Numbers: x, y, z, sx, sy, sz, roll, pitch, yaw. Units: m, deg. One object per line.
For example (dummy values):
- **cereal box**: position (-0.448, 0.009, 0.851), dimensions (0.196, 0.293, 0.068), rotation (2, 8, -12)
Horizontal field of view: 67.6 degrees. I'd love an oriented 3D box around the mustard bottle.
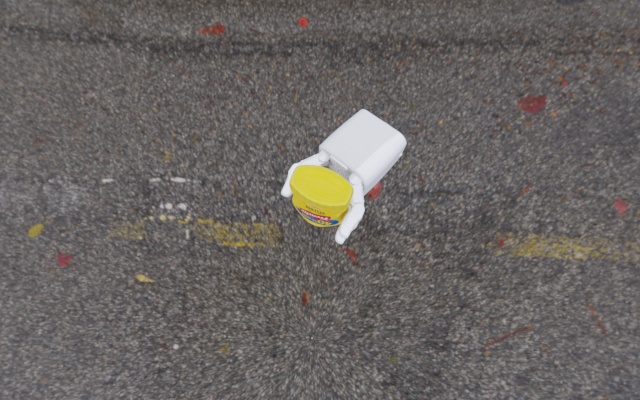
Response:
- **mustard bottle**: position (0.000, 0.003, 0.792), dimensions (0.096, 0.058, 0.192), rotation (20, -15, 5)
